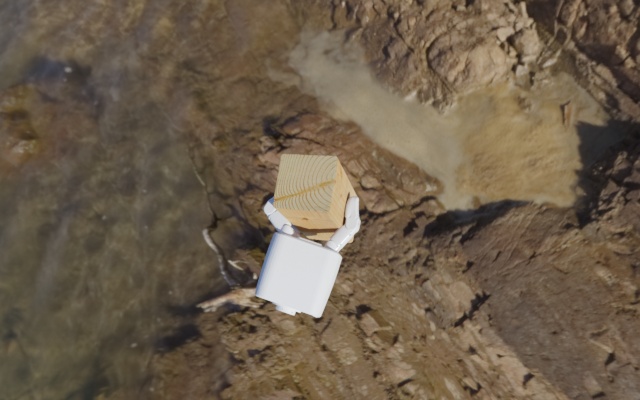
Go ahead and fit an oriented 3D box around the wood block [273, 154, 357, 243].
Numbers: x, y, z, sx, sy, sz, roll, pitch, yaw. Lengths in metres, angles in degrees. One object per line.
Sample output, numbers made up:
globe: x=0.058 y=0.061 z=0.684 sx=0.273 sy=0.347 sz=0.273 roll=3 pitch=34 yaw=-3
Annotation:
wood block: x=0.000 y=0.003 z=0.806 sx=0.091 sy=0.090 sz=0.206 roll=5 pitch=-16 yaw=15
